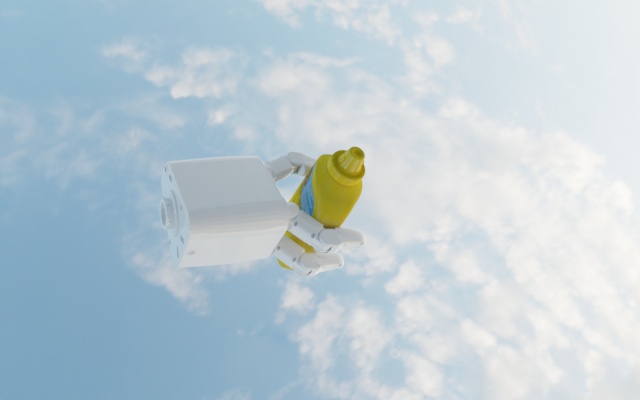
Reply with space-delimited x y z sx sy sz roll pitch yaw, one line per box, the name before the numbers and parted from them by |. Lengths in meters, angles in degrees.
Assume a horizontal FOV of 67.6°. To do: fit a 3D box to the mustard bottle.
mustard bottle | 0.000 0.002 0.562 0.058 0.096 0.192 17 -39 -16
